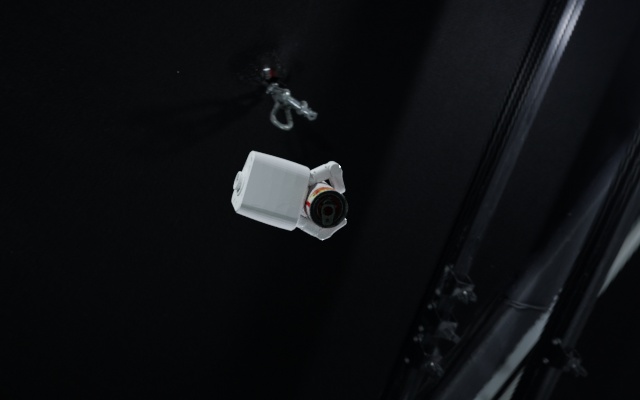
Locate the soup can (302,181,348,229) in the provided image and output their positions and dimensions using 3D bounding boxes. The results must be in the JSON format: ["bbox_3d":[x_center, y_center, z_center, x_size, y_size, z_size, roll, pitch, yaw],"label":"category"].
[{"bbox_3d":[0.001,0.003,0.851,0.068,0.068,0.102,0,15,-17],"label":"soup can"}]
